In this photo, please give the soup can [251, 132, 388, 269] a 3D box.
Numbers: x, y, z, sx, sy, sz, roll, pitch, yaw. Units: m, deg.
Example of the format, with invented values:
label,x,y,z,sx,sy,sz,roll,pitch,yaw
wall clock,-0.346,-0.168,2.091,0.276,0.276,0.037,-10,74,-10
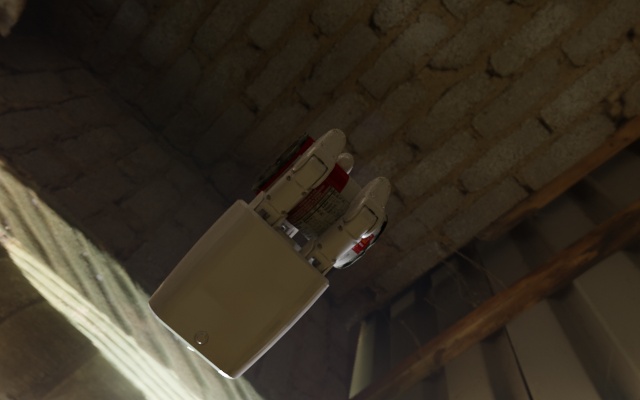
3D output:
label,x,y,z,sx,sy,sz,roll,pitch,yaw
soup can,0.001,0.001,0.412,0.102,0.068,0.068,44,-10,-10
